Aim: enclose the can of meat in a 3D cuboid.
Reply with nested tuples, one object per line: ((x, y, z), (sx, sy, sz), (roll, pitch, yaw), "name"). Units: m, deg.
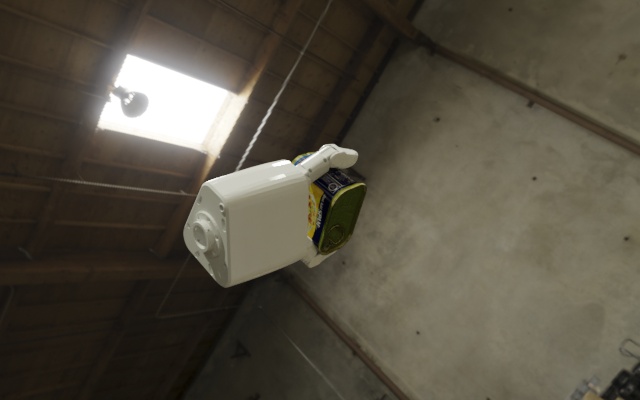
((0.000, 0.002, 0.591), (0.057, 0.102, 0.084), (-22, 50, -39), "can of meat")
